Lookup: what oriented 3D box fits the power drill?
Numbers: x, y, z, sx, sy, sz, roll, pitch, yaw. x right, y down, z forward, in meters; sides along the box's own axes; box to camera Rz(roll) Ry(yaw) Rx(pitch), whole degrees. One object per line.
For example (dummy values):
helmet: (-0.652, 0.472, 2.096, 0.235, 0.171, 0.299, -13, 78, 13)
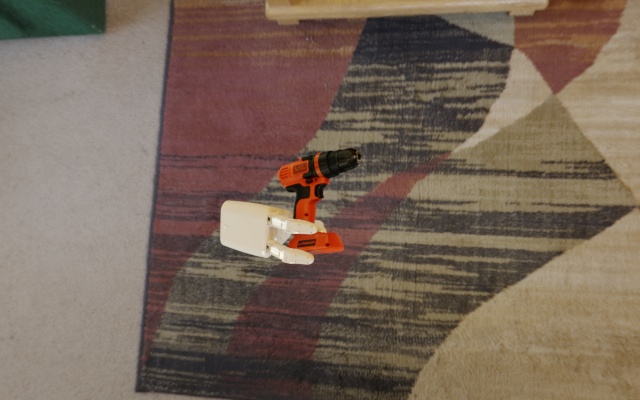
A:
power drill: (0.000, 0.003, 0.890, 0.184, 0.187, 0.057, -13, -19, 38)
